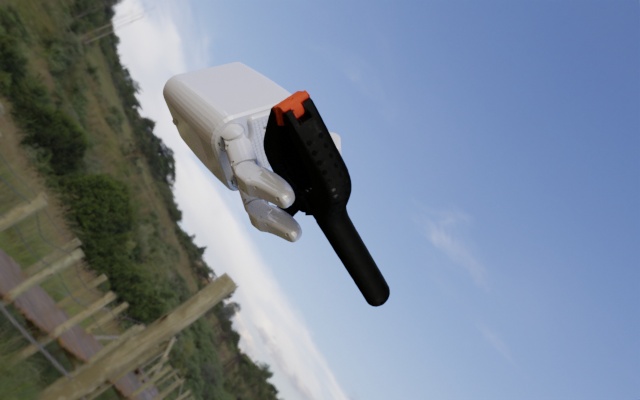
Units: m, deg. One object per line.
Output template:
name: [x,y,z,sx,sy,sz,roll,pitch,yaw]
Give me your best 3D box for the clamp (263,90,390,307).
clamp: [0.000,0.000,0.425,0.036,0.210,0.164,-38,58,-24]
